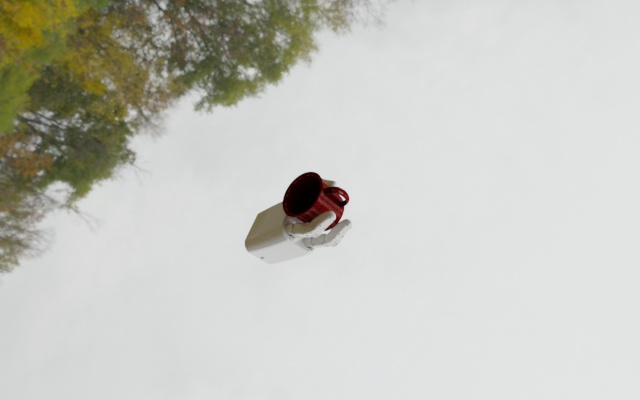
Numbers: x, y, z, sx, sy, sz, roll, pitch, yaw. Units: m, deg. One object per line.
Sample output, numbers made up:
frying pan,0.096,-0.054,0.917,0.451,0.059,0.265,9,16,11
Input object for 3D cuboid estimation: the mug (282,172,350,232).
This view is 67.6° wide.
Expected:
mug,0.001,0.002,0.876,0.117,0.093,0.081,-20,-40,32
